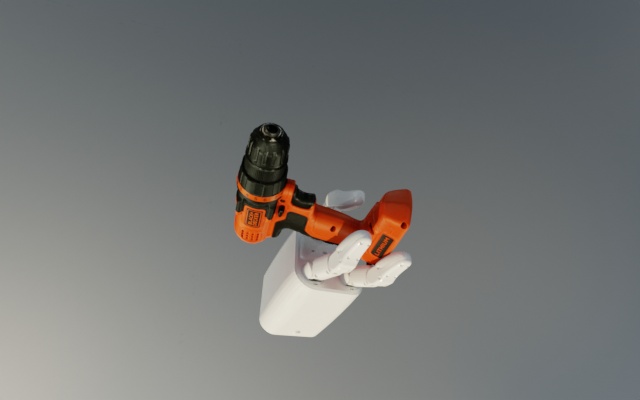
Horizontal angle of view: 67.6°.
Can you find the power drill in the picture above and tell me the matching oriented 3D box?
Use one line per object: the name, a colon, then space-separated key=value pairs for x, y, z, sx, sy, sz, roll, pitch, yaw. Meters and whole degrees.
power drill: x=0.000 y=0.002 z=0.523 sx=0.187 sy=0.057 sz=0.184 roll=16 pitch=-35 yaw=-5
